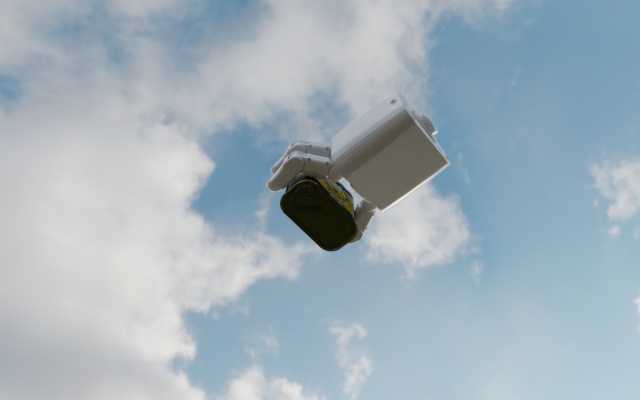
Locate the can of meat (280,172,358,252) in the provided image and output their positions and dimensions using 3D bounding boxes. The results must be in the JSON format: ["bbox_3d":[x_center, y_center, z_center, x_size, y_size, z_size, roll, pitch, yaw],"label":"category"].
[{"bbox_3d":[0.000,0.002,0.616,0.057,0.102,0.084,-39,19,19],"label":"can of meat"}]
